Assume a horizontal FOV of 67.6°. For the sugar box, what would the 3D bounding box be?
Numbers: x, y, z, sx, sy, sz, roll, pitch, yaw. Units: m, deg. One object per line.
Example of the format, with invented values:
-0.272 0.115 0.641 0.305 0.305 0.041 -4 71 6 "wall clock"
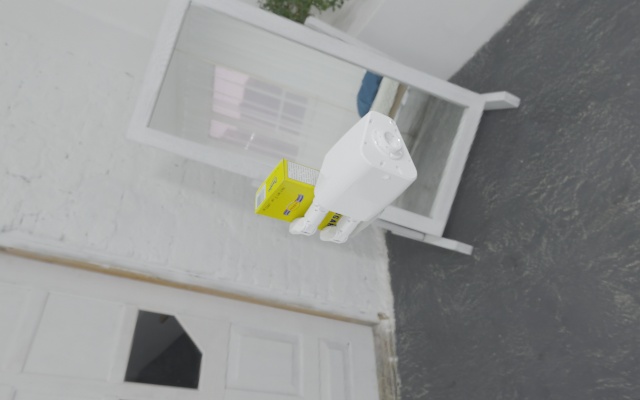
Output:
0.000 0.003 0.715 0.176 0.048 0.093 18 -41 -26 "sugar box"
